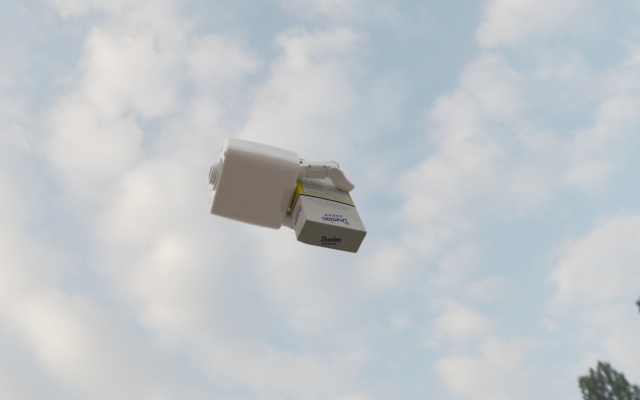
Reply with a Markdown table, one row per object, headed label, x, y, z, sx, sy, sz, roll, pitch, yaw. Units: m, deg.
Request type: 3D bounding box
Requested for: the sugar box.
| label | x | y | z | sx | sy | sz | roll | pitch | yaw |
| --- | --- | --- | --- | --- | --- | --- | --- | --- | --- |
| sugar box | 0.000 | 0.003 | 0.712 | 0.093 | 0.048 | 0.176 | 13 | 32 | -20 |
